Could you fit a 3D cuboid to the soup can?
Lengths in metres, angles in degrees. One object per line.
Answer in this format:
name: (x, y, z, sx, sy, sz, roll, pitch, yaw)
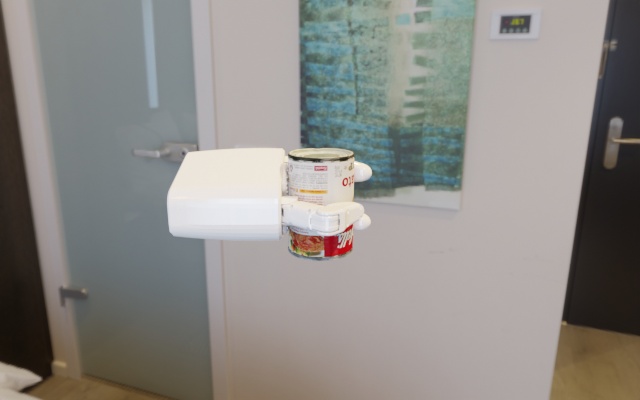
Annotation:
soup can: (0.001, 0.001, 0.486, 0.068, 0.102, 0.068, 0, 15, 0)
